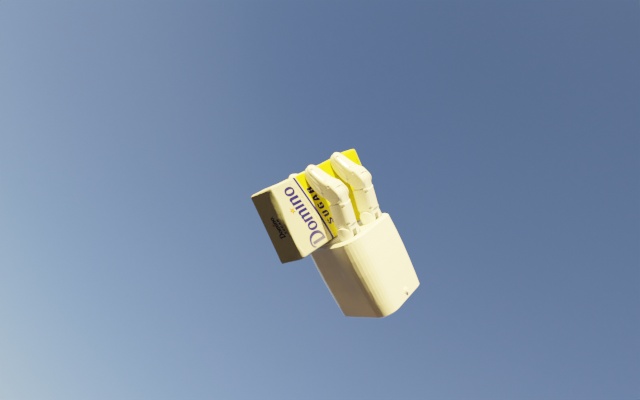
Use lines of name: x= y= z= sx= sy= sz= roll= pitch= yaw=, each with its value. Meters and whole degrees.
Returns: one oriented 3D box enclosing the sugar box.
sugar box: x=0.001 y=0.002 z=0.621 sx=0.048 sy=0.093 sz=0.176 roll=-20 pitch=7 yaw=40
